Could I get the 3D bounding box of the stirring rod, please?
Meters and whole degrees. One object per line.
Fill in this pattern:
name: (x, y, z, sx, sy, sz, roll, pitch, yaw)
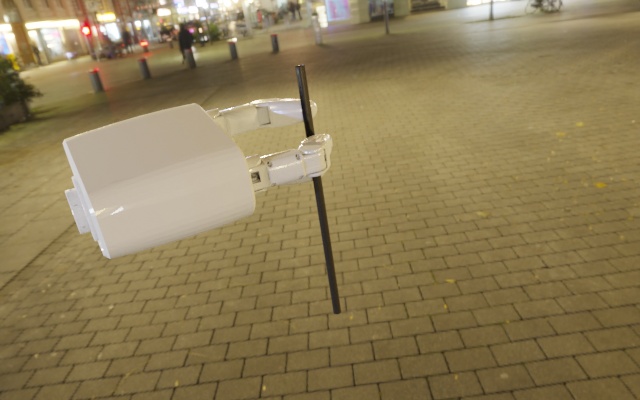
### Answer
stirring rod: (0.000, 0.002, 0.431, 0.011, 0.240, 0.011, -7, 23, 3)
